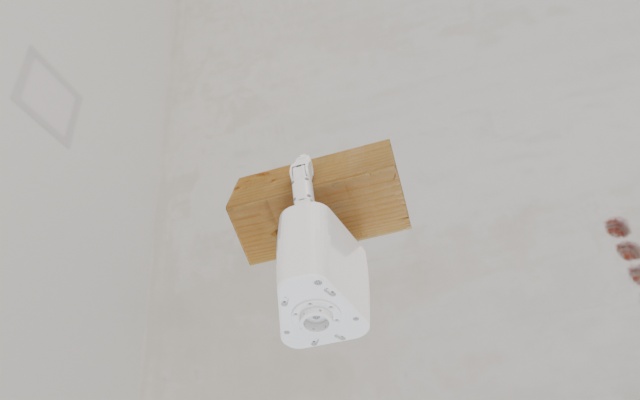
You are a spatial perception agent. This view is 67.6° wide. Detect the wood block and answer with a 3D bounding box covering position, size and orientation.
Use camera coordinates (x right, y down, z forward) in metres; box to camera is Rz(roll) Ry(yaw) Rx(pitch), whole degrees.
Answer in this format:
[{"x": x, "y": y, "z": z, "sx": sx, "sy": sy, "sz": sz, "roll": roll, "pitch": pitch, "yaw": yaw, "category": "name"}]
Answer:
[{"x": 0.000, "y": 0.002, "z": 0.603, "sx": 0.206, "sy": 0.091, "sz": 0.090, "roll": -14, "pitch": 25, "yaw": 10, "category": "wood block"}]
